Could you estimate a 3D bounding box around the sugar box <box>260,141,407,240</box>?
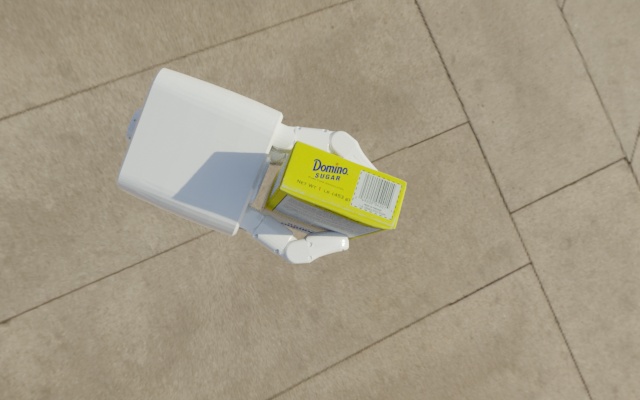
[{"bbox_3d":[0.000,0.001,0.433,0.093,0.048,0.176,21,-10,-9],"label":"sugar box"}]
